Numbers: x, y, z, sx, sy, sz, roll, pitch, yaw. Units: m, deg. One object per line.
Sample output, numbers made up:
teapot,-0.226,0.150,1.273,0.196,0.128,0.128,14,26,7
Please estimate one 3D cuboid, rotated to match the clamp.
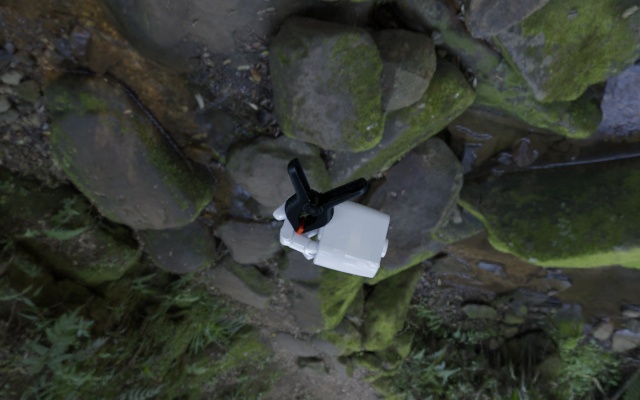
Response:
clamp,0.000,0.003,0.743,0.120,0.039,0.172,15,-34,-1
